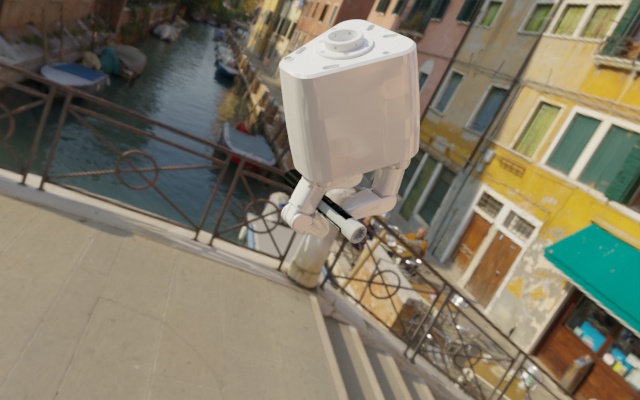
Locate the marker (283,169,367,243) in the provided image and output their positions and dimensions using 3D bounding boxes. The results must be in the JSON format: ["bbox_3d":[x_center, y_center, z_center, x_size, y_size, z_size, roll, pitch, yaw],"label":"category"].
[{"bbox_3d":[0.000,0.002,0.469,0.020,0.020,0.121,0,30,-41],"label":"marker"}]
